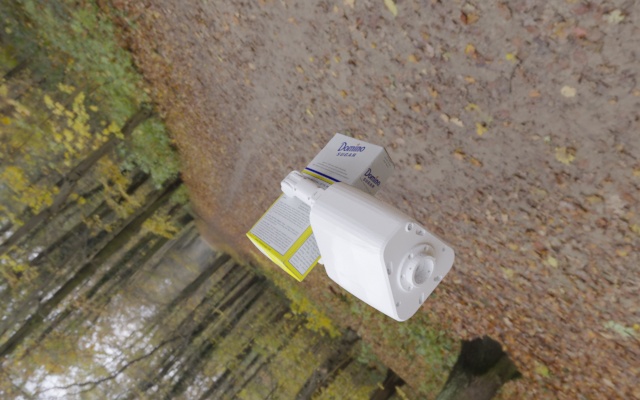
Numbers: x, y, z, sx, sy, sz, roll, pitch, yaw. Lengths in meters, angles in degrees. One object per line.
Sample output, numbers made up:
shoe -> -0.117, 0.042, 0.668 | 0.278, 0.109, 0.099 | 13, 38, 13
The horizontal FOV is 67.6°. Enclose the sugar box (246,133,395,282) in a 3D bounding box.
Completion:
sugar box -> 0.000, 0.002, 0.569 | 0.093, 0.176, 0.048 | 28, -20, 50
